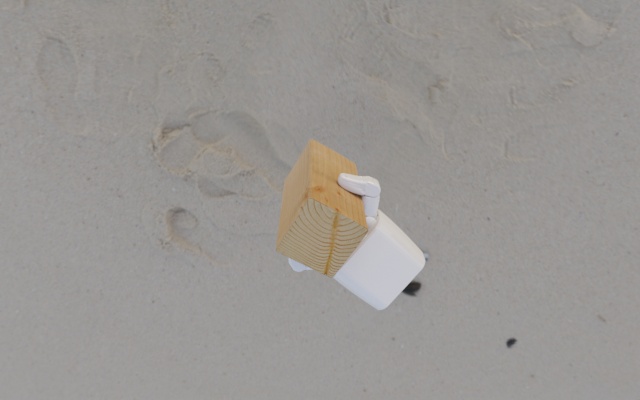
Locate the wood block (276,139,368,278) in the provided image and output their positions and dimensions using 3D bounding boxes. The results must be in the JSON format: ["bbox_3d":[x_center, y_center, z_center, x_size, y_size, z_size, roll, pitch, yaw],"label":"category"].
[{"bbox_3d":[0.001,0.002,0.692,0.090,0.091,0.206,28,24,-15],"label":"wood block"}]
